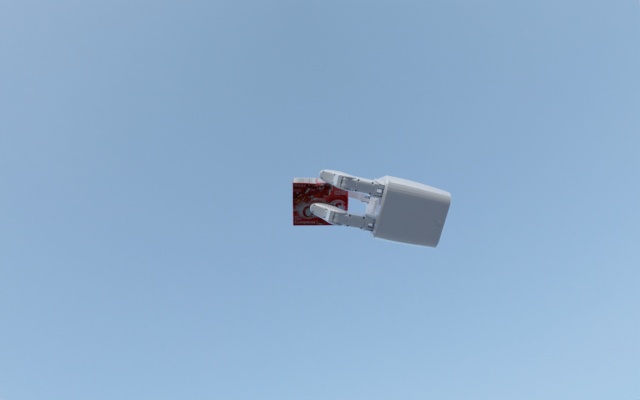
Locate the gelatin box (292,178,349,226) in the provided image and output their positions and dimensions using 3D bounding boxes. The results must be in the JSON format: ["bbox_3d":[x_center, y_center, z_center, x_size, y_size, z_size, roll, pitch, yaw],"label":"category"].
[{"bbox_3d":[0.000,0.002,0.759,0.089,0.073,0.030,1,21,0],"label":"gelatin box"}]
